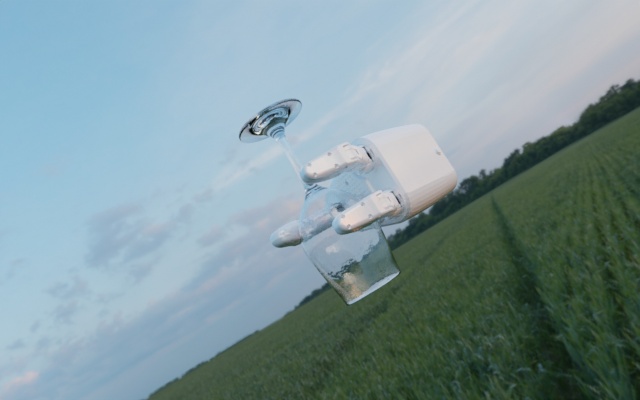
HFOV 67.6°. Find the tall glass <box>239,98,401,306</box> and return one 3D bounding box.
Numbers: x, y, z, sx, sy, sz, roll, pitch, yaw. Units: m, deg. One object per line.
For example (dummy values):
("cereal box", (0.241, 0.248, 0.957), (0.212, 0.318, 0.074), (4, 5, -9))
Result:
("tall glass", (0.000, 0.001, 0.475), (0.079, 0.201, 0.079), (-30, -10, -6))
